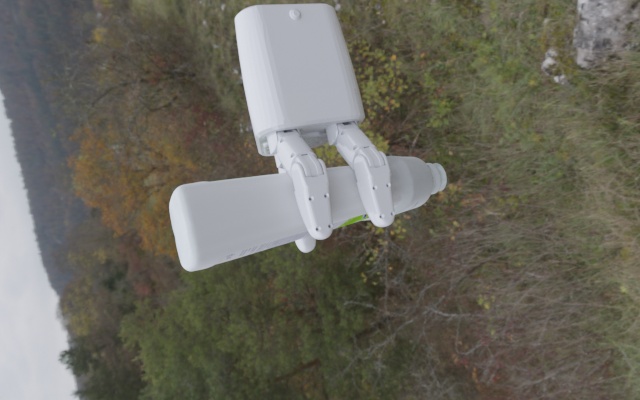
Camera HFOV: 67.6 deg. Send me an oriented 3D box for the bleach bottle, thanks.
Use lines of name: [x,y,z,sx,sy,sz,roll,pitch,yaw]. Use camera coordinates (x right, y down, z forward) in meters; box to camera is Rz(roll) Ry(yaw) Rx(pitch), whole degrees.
bleach bottle: [0.000,0.001,0.431,0.251,0.068,0.102,-11,-5,-23]
